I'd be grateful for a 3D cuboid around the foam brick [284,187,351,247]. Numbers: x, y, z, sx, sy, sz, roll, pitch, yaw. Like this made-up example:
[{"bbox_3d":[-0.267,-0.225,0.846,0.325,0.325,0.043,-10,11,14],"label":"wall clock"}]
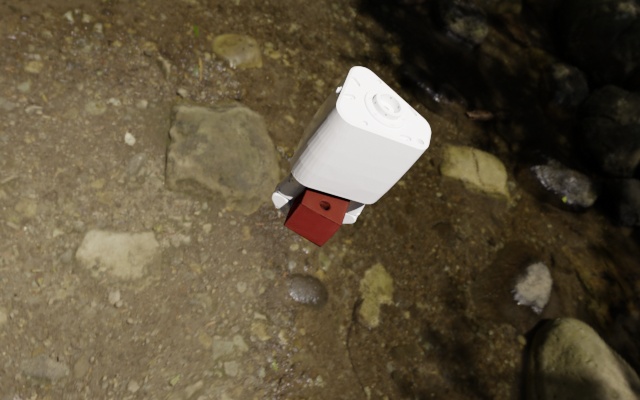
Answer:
[{"bbox_3d":[0.000,0.002,0.553,0.053,0.078,0.051,30,-41,-11],"label":"foam brick"}]
